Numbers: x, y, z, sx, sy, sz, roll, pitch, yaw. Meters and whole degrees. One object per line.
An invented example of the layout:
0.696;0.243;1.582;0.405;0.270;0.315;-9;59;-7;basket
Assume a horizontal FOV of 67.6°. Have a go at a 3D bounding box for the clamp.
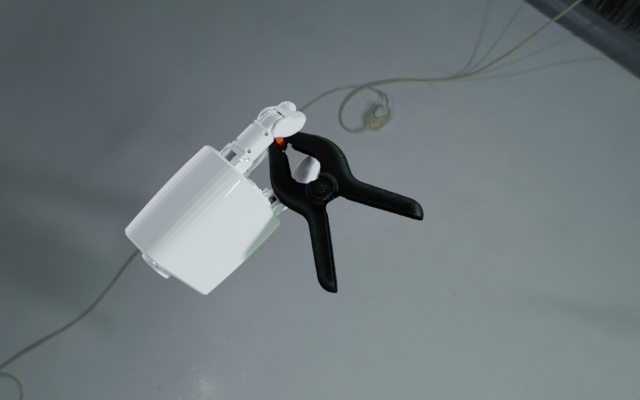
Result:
0.000;0.001;0.467;0.171;0.120;0.039;40;-10;16;clamp
